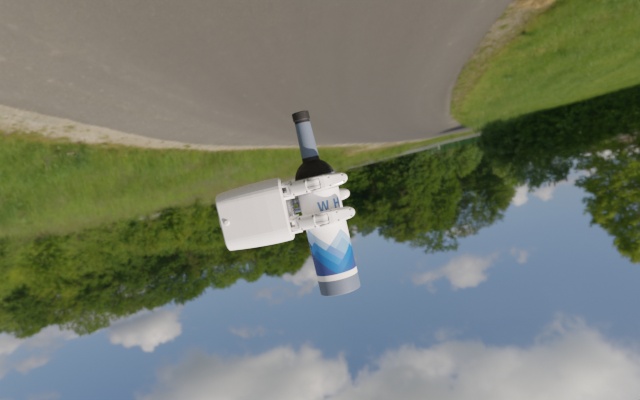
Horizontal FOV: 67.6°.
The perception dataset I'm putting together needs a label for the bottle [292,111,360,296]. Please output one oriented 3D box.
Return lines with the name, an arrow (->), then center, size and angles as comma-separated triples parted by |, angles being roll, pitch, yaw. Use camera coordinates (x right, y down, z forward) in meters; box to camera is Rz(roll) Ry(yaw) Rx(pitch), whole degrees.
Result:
bottle -> 0.000, 0.003, 0.771 | 0.069, 0.296, 0.069 | -13, 3, 1
